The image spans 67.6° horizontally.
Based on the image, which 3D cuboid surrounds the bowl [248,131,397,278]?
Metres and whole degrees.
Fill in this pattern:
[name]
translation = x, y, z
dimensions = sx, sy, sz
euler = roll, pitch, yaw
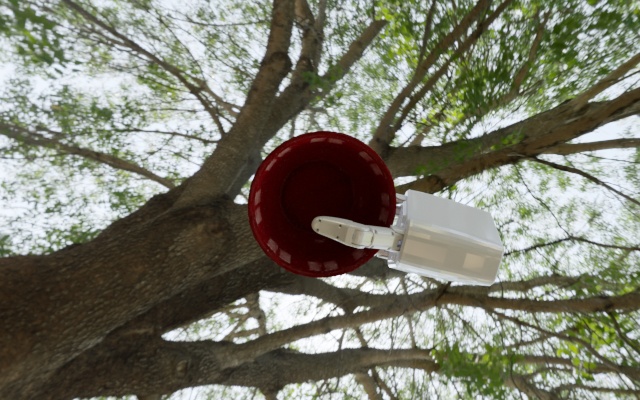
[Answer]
[bowl]
translation = -0.001, 0.001, 0.535
dimensions = 0.162, 0.162, 0.055
euler = 0, 12, -7
